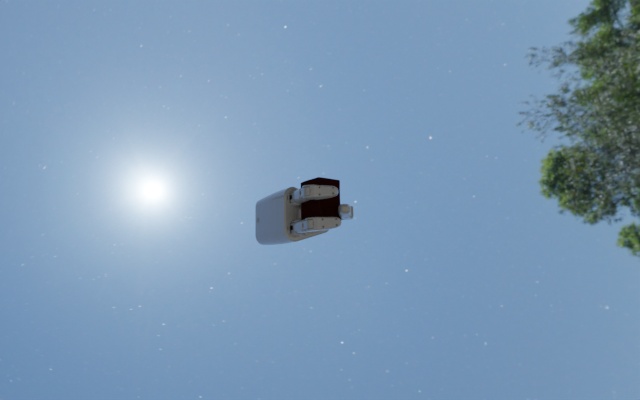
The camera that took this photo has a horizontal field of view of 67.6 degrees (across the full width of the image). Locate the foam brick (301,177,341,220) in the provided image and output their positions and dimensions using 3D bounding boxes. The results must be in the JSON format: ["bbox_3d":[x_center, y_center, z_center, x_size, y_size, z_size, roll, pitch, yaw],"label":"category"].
[{"bbox_3d":[0.000,0.002,0.847,0.053,0.078,0.051,9,-15,-40],"label":"foam brick"}]
